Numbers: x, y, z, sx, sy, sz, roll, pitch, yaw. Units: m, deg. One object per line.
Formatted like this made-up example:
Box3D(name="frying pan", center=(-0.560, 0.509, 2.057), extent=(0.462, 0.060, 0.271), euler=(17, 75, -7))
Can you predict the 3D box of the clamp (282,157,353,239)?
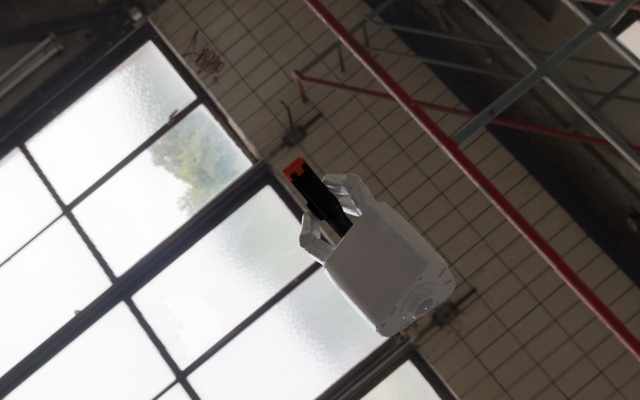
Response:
Box3D(name="clamp", center=(-0.001, 0.003, 0.645), extent=(0.164, 0.036, 0.210), euler=(44, -5, 42))
